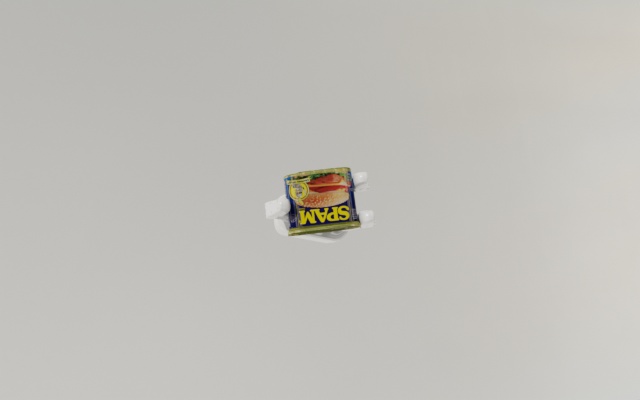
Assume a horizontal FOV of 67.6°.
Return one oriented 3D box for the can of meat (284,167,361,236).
[{"bbox_3d":[0.000,0.002,0.673,0.102,0.084,0.057,-6,-8,-5],"label":"can of meat"}]
